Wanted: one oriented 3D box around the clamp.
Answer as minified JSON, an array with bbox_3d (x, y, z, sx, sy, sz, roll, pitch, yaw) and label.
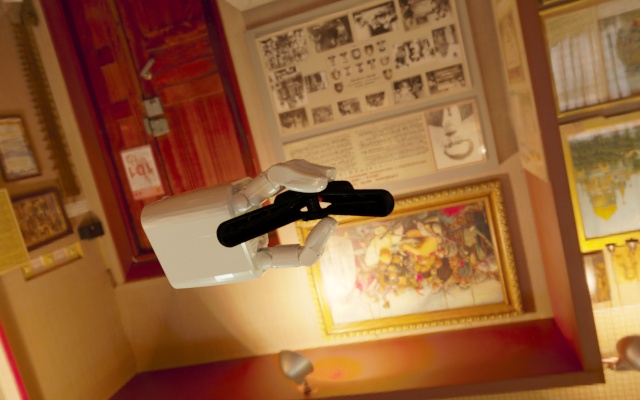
[{"bbox_3d":[0.000,0.002,0.515,0.164,0.036,0.210,-10,8,12],"label":"clamp"}]
